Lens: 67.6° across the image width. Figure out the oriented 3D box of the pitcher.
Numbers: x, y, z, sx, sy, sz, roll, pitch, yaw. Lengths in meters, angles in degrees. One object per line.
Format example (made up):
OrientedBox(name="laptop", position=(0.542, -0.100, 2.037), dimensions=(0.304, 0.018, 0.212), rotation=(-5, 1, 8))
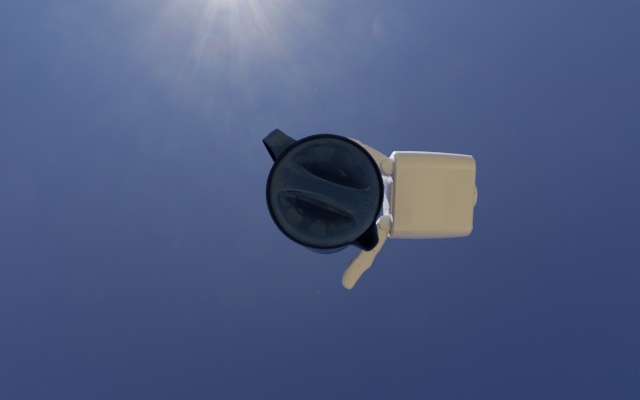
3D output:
OrientedBox(name="pitcher", position=(0.000, 0.002, 0.646), dimensions=(0.145, 0.149, 0.243), rotation=(2, -11, 1))
